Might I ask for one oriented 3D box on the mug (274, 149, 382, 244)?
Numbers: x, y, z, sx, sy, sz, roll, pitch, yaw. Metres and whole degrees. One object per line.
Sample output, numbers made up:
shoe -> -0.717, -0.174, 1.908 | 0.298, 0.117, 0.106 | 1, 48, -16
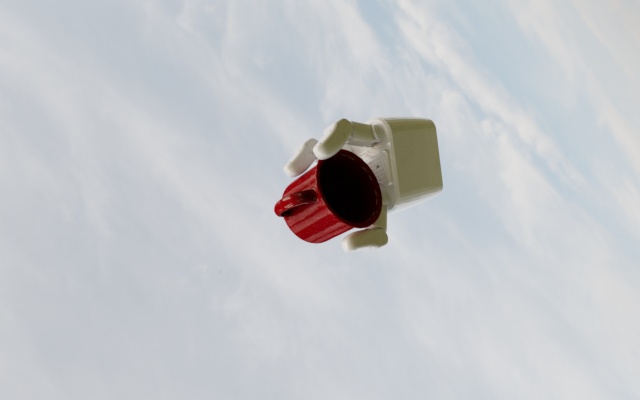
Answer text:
mug -> -0.001, 0.002, 0.533 | 0.117, 0.093, 0.081 | -11, -14, -42
